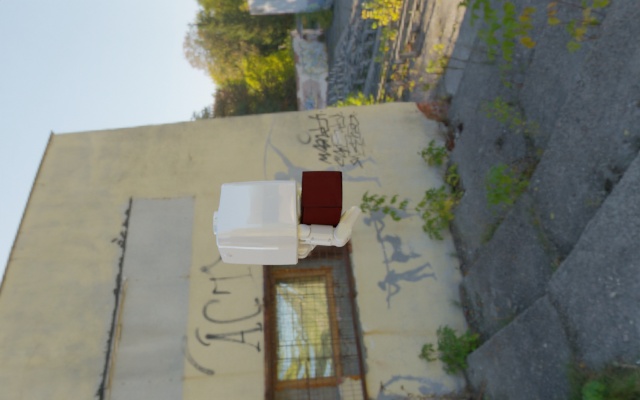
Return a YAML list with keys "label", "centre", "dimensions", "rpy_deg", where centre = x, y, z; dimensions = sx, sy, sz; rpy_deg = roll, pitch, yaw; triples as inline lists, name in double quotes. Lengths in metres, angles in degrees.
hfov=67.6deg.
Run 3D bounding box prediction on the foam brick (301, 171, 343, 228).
- label: "foam brick"
  centre: [0.000, 0.002, 0.627]
  dimensions: [0.051, 0.053, 0.078]
  rpy_deg: [2, -27, -3]
